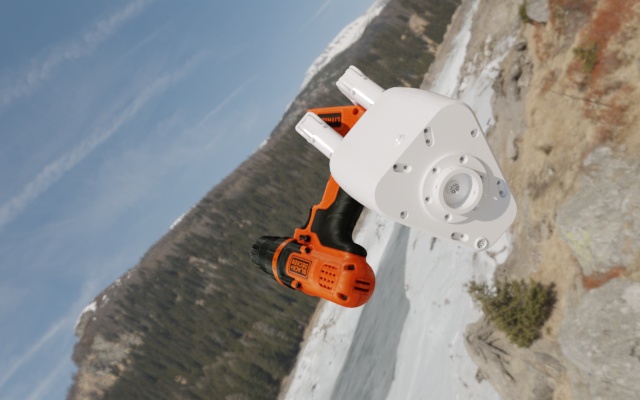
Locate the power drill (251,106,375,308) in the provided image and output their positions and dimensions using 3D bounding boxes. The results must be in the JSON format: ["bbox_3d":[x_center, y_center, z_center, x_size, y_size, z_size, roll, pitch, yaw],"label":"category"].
[{"bbox_3d":[0.000,0.001,0.490,0.057,0.187,0.184,16,-4,-38],"label":"power drill"}]
